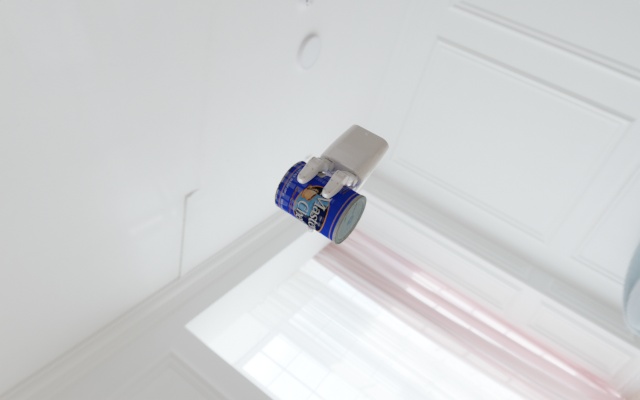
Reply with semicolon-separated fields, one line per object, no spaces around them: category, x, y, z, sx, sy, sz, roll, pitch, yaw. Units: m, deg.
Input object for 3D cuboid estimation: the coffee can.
coffee can;0.000;0.003;0.893;0.140;0.103;0.103;31;11;20
